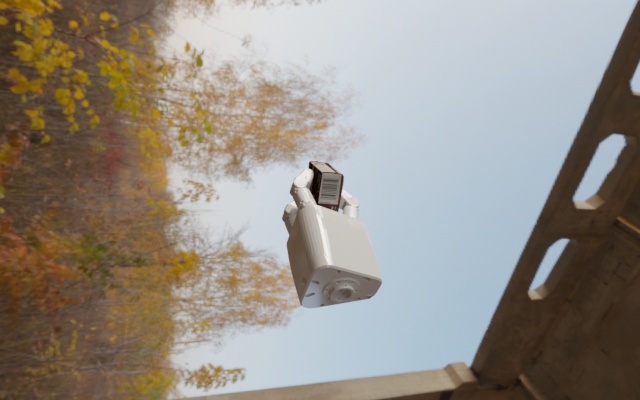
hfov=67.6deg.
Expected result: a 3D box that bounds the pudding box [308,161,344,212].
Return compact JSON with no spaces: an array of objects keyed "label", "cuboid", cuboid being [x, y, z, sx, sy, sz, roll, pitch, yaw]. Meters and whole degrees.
[{"label":"pudding box","cuboid":[0.000,0.002,0.742,0.039,0.113,0.090,6,14,-16]}]
